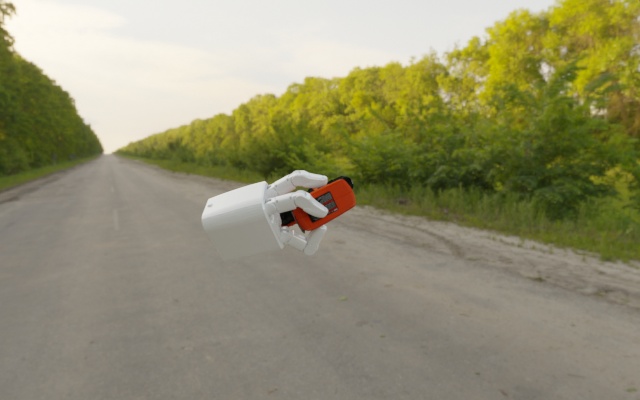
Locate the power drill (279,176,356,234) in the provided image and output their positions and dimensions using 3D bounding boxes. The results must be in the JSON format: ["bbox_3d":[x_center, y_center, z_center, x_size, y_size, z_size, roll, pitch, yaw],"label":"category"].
[{"bbox_3d":[0.000,0.003,0.871,0.184,0.057,0.187,-29,4,-12],"label":"power drill"}]
